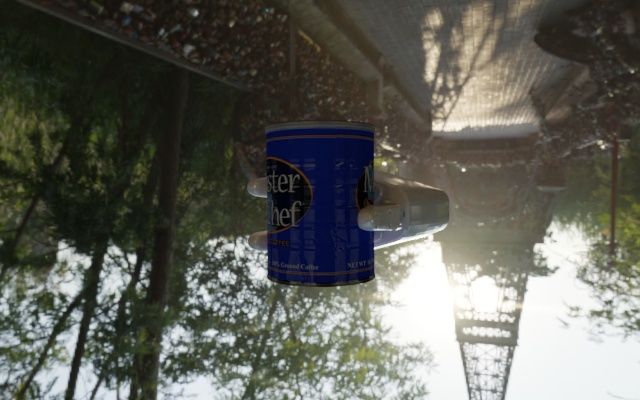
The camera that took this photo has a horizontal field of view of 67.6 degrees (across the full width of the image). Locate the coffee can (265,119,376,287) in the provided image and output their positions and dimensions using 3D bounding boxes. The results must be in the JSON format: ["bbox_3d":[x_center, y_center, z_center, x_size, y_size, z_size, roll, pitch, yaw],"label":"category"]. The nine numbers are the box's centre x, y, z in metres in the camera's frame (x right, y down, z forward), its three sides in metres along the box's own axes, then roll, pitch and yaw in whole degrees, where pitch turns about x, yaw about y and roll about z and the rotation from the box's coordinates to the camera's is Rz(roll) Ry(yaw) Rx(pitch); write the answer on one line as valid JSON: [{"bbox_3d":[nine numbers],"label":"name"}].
[{"bbox_3d":[0.000,0.001,0.447,0.103,0.140,0.103,0,2,0],"label":"coffee can"}]
